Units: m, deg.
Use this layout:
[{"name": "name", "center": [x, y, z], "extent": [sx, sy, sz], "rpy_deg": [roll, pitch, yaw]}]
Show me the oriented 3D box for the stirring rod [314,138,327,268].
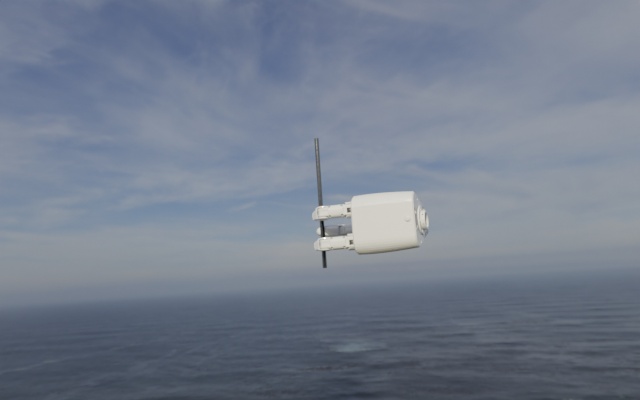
[{"name": "stirring rod", "center": [0.000, 0.003, 0.876], "extent": [0.011, 0.239, 0.011], "rpy_deg": [-4, -8, -1]}]
